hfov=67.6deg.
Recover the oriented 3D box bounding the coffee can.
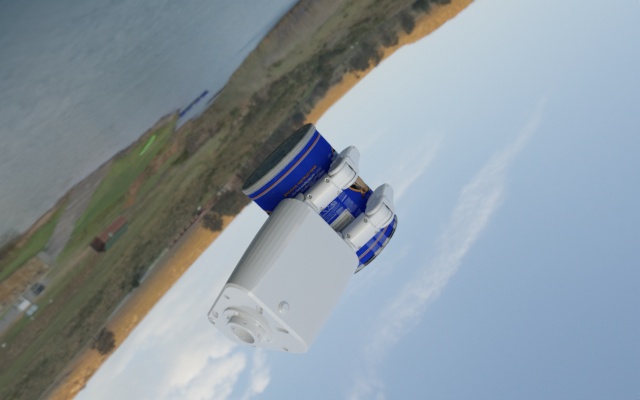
[{"bbox_3d":[0.000,0.001,0.520,0.140,0.103,0.103,46,-15,-15],"label":"coffee can"}]
